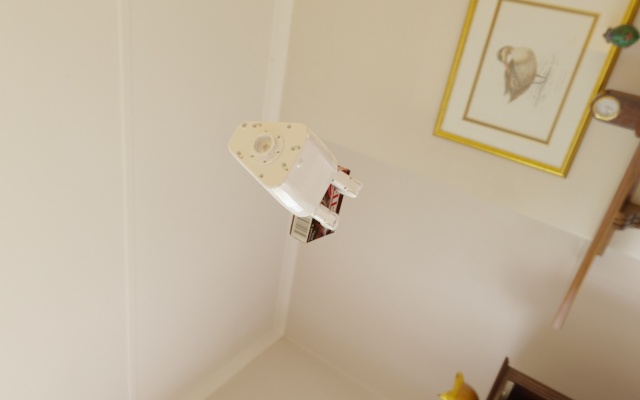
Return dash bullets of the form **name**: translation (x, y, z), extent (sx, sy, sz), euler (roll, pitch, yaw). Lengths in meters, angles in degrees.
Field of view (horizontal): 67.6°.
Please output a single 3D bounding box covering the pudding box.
- **pudding box**: translation (0.000, 0.002, 0.744), extent (0.039, 0.113, 0.090), euler (25, 19, 26)
